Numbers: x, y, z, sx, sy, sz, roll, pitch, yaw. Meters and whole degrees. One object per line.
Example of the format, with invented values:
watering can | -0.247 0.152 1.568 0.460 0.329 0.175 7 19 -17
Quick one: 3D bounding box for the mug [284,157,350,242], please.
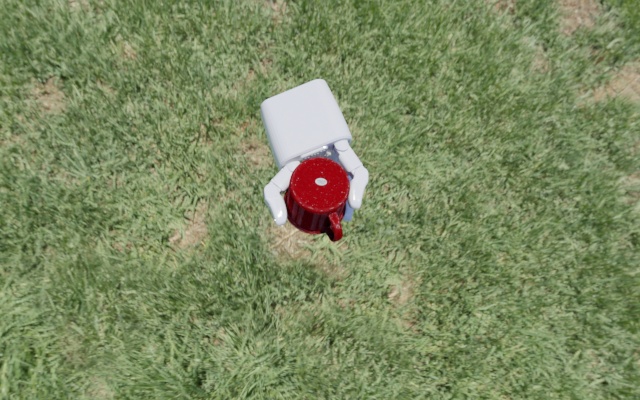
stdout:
mug | 0.001 0.003 0.660 0.093 0.117 0.081 -19 -17 -13
